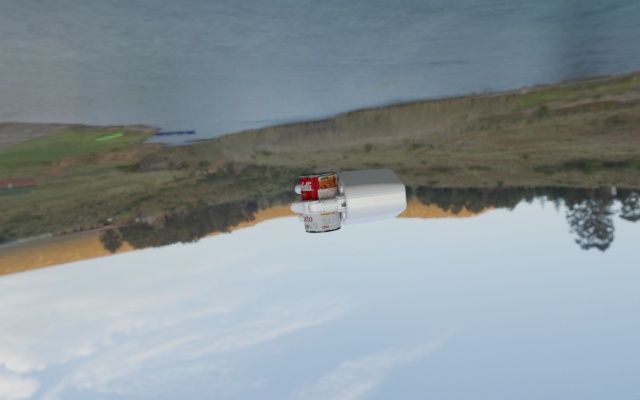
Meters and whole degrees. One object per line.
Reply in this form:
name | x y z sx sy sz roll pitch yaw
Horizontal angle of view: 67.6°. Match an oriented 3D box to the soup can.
soup can | 0.000 0.003 0.858 0.068 0.102 0.068 -6 6 1
